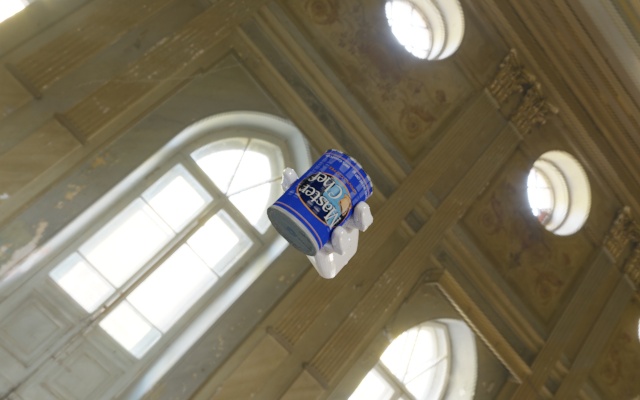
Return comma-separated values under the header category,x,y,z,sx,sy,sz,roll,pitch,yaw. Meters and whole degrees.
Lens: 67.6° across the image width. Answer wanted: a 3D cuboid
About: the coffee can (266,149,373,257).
category,x,y,z,sx,sy,sz,roll,pitch,yaw
coffee can,0.000,0.002,0.748,0.140,0.103,0.103,-46,21,-22
